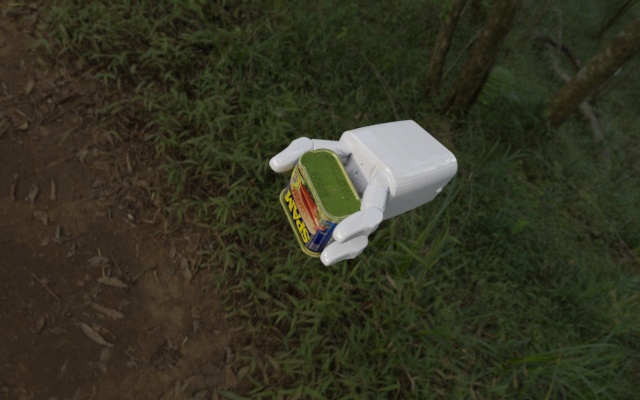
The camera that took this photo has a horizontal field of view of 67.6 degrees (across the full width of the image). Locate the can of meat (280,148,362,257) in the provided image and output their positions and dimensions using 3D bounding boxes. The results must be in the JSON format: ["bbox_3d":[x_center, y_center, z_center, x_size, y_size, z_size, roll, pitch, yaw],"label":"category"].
[{"bbox_3d":[0.000,0.002,0.563,0.057,0.102,0.084,-13,-27,-27],"label":"can of meat"}]
